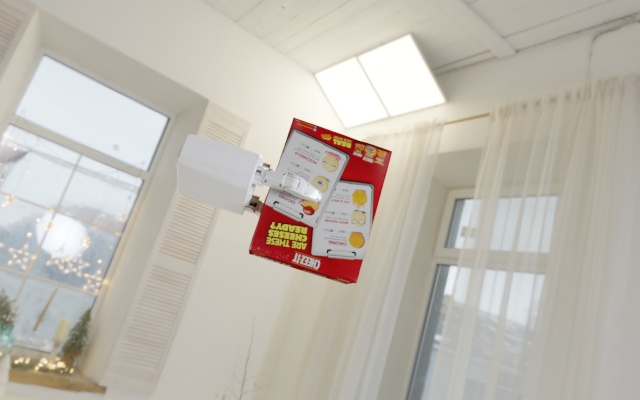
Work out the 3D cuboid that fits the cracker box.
[{"bbox_3d":[0.000,0.002,0.729,0.164,0.213,0.072,18,-14,-5],"label":"cracker box"}]
